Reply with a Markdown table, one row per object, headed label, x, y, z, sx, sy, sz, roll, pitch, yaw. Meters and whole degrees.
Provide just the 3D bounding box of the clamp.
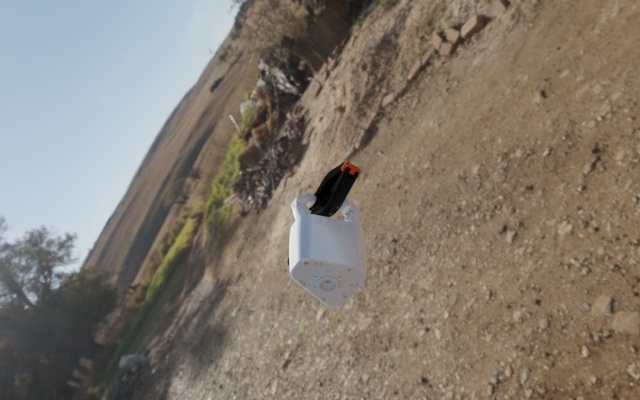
| label | x | y | z | sx | sy | sz | roll | pitch | yaw |
| --- | --- | --- | --- | --- | --- | --- | --- | --- | --- |
| clamp | 0.000 | 0.002 | 0.867 | 0.036 | 0.210 | 0.164 | 25 | 31 | -20 |
